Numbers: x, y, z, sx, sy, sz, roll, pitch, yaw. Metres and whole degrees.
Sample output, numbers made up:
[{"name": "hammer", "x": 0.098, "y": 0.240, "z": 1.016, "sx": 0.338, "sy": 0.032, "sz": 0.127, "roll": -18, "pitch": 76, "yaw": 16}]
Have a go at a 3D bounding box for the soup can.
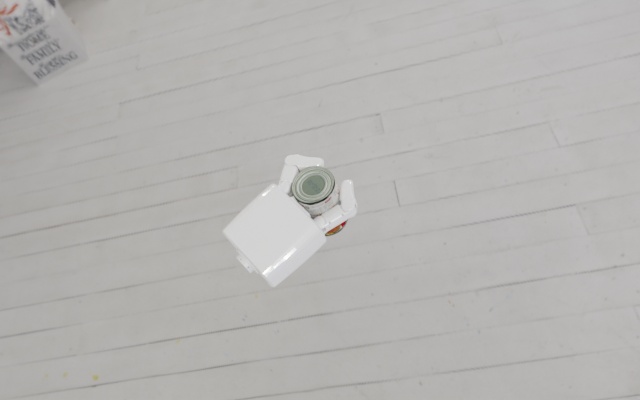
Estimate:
[{"name": "soup can", "x": 0.000, "y": 0.002, "z": 0.739, "sx": 0.068, "sy": 0.068, "sz": 0.102, "roll": 0, "pitch": -31, "yaw": 16}]
